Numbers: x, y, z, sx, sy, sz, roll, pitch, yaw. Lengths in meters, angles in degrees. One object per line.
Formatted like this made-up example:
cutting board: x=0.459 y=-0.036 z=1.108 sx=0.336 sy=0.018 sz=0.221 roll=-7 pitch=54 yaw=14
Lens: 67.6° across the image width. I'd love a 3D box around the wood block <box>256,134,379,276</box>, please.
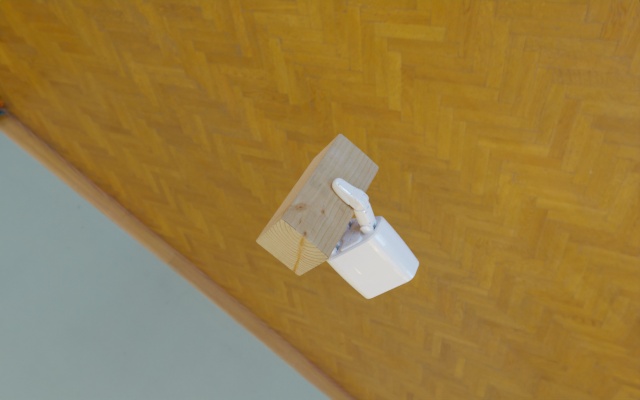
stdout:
wood block: x=0.001 y=0.003 z=0.752 sx=0.090 sy=0.206 sz=0.091 roll=40 pitch=-40 yaw=-10
